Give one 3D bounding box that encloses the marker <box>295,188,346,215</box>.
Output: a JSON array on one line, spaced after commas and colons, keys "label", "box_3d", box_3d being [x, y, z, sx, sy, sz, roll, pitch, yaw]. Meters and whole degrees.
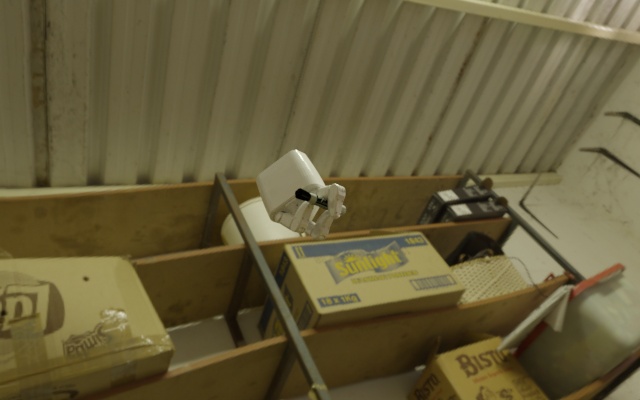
[{"label": "marker", "box_3d": [0.000, 0.003, 0.838, 0.020, 0.020, 0.121, 0, -15, 44]}]
